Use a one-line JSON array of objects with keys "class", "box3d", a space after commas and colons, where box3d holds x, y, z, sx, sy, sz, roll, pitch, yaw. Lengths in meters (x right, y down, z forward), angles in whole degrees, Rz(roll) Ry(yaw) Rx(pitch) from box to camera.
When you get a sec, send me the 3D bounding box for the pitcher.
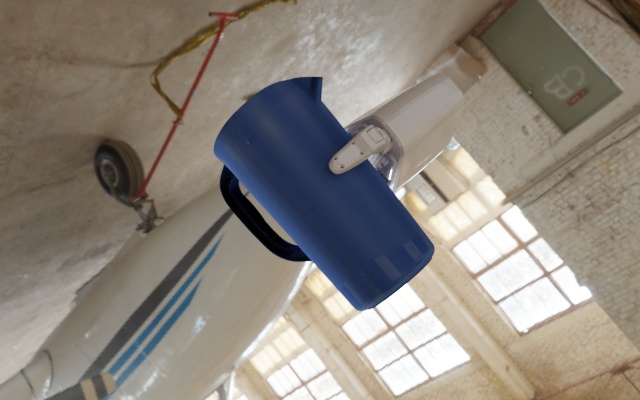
[{"class": "pitcher", "box3d": [0.000, 0.002, 0.524, 0.145, 0.243, 0.149, -37, -8, -18]}]
